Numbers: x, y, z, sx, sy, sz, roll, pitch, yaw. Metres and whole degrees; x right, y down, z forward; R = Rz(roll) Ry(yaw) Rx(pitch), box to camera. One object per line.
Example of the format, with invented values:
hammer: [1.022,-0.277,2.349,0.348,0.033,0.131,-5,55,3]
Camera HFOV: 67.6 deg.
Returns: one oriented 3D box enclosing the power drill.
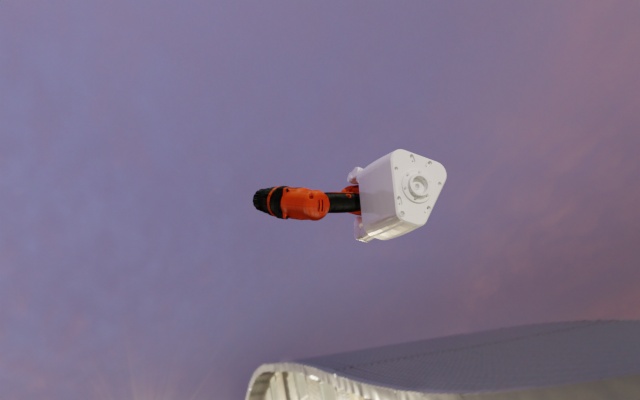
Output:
power drill: [0.001,0.003,0.801,0.187,0.057,0.184,-3,7,-36]
